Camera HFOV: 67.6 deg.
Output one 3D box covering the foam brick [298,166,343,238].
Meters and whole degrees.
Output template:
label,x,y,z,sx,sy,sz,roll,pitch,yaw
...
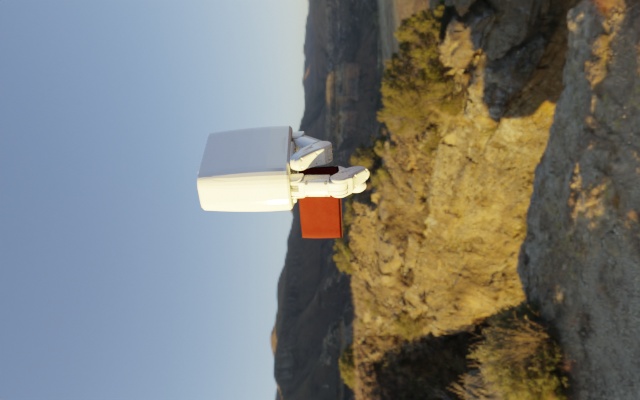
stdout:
label,x,y,z,sx,sy,sz,roll,pitch,yaw
foam brick,0.000,0.002,0.601,0.051,0.078,0.053,-3,27,1
